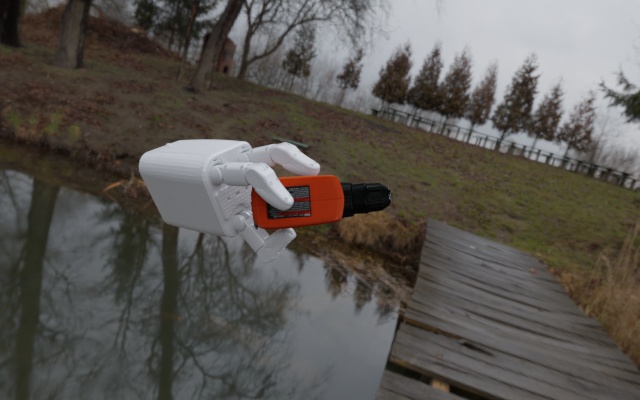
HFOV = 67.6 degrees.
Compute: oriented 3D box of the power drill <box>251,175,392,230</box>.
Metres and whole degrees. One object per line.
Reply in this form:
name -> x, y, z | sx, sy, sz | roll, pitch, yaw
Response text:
power drill -> 0.000, 0.002, 0.611 | 0.184, 0.057, 0.187 | -7, -3, 7
